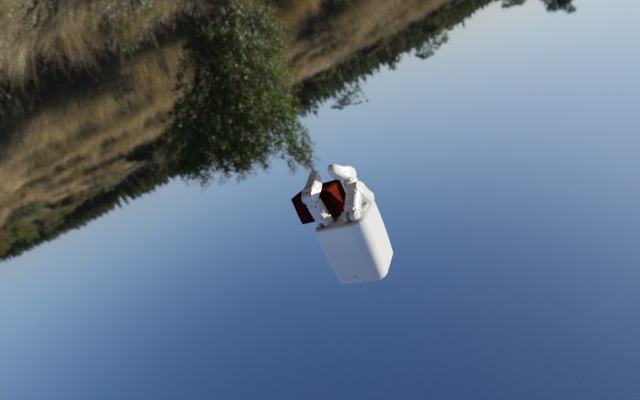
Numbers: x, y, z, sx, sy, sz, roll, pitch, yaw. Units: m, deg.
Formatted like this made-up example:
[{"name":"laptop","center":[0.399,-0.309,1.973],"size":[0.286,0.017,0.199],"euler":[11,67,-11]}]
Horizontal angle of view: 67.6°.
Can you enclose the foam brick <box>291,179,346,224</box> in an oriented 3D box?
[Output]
[{"name":"foam brick","center":[0.000,0.003,0.815],"size":[0.078,0.051,0.053],"euler":[-13,17,38]}]
